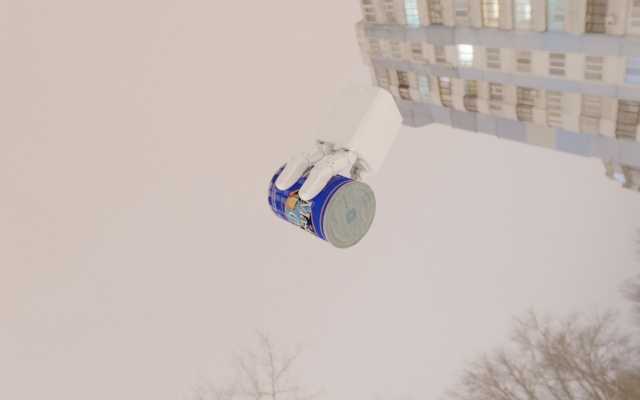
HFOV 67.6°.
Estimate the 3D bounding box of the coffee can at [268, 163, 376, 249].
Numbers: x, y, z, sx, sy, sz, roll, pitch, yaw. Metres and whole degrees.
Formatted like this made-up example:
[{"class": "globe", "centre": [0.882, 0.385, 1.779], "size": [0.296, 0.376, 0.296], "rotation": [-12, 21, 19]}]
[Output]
[{"class": "coffee can", "centre": [0.000, 0.003, 0.740], "size": [0.103, 0.103, 0.140], "rotation": [0, 17, -44]}]
